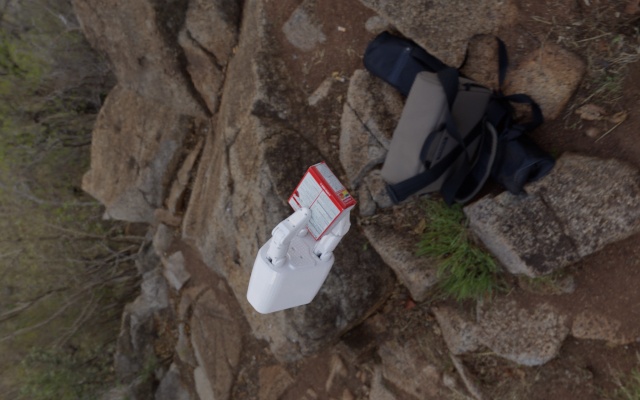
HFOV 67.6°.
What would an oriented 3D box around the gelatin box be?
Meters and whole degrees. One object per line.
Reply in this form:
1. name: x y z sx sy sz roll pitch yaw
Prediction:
1. gelatin box: 0.000 0.002 0.651 0.030 0.073 0.089 -26 -18 -38
